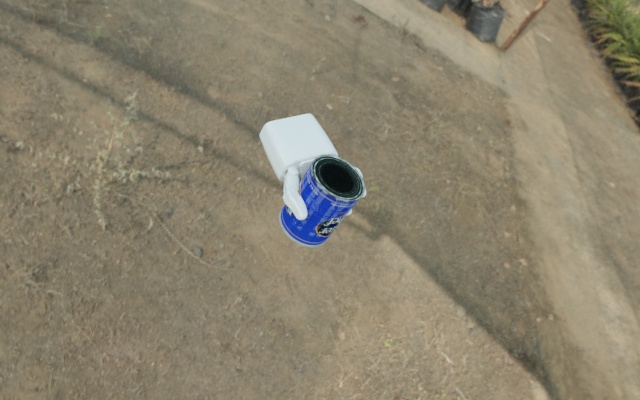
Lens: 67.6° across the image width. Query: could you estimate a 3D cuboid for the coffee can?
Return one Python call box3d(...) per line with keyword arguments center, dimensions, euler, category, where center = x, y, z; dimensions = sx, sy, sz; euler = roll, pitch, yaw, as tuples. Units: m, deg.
box3d(center=(0.000, 0.003, 0.849), dimensions=(0.103, 0.102, 0.140), euler=(0, -37, -34), category="coffee can")
